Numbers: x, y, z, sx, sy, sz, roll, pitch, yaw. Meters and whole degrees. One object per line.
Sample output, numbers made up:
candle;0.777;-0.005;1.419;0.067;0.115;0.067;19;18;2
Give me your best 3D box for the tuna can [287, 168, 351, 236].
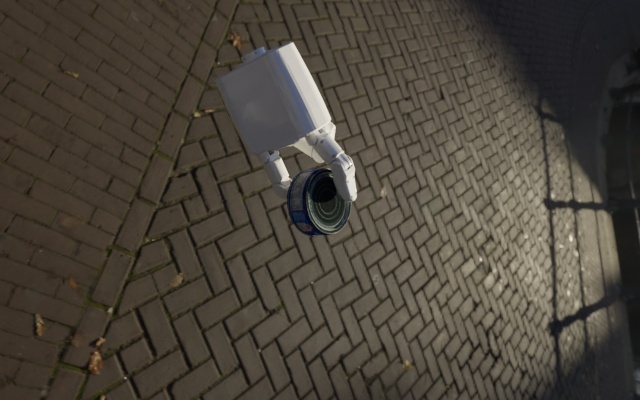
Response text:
tuna can;0.001;0.002;0.604;0.034;0.086;0.086;-5;-4;44
